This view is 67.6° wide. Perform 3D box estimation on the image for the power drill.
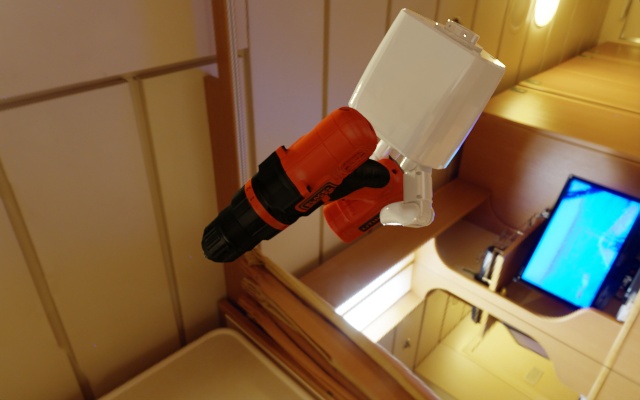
[{"bbox_3d":[0.000,0.001,0.458,0.184,0.057,0.187,-37,-20,19],"label":"power drill"}]
